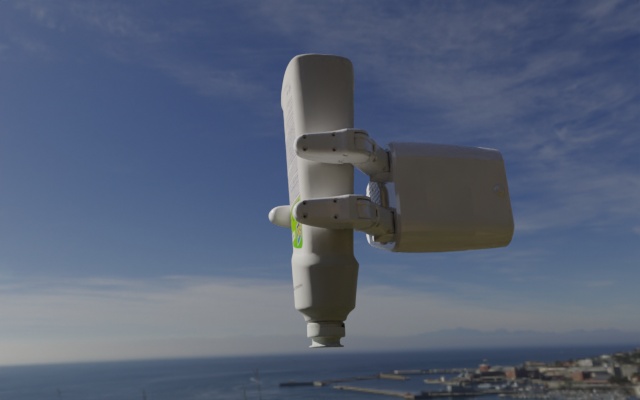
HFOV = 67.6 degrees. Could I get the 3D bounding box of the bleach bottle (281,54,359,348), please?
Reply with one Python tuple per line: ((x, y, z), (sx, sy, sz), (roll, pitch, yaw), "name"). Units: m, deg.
((0.000, 0.001, 0.430), (0.068, 0.250, 0.102), (1, -18, -8), "bleach bottle")
